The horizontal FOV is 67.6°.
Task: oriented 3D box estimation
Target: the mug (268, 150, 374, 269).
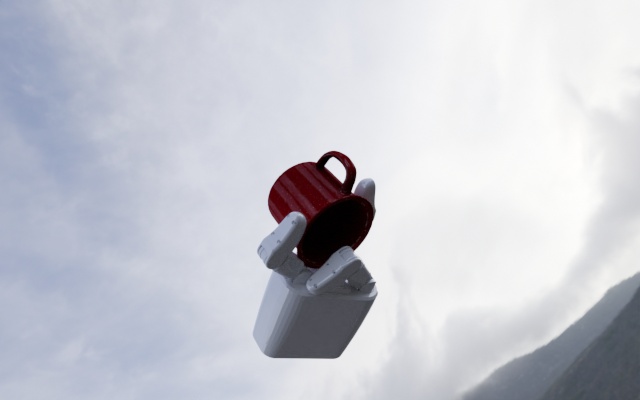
[{"bbox_3d":[0.000,0.000,0.503,0.093,0.117,0.081,-1,35,-39],"label":"mug"}]
